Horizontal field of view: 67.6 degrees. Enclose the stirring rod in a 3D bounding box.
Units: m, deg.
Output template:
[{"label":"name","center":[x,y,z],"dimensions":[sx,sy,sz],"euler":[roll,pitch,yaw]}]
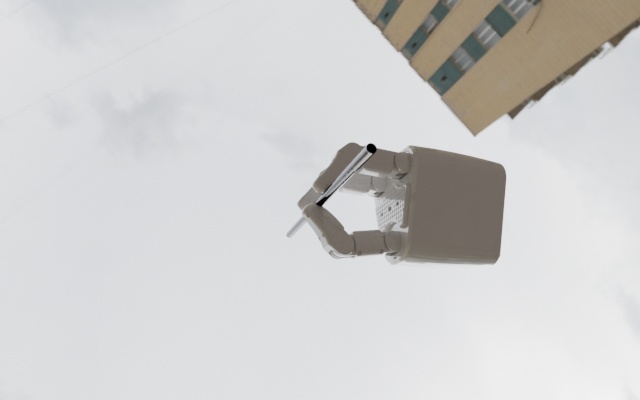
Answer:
[{"label":"stirring rod","center":[0.000,0.001,0.442],"dimensions":[0.011,0.011,0.240],"euler":[0,-18,-18]}]
